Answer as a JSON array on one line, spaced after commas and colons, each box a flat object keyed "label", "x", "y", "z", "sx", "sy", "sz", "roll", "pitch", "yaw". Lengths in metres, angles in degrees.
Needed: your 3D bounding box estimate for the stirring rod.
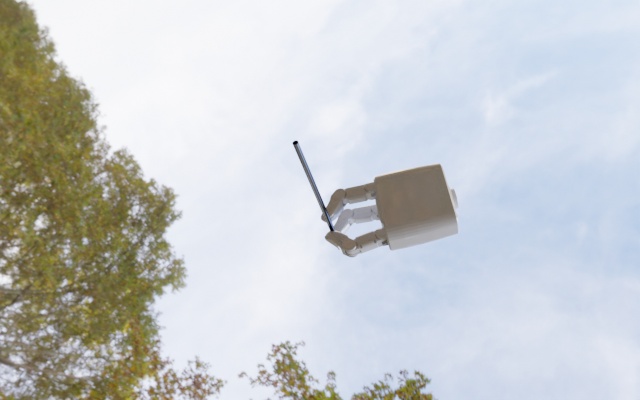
[{"label": "stirring rod", "x": 0.000, "y": 0.002, "z": 0.687, "sx": 0.011, "sy": 0.011, "sz": 0.240, "roll": 0, "pitch": -38, "yaw": 20}]
